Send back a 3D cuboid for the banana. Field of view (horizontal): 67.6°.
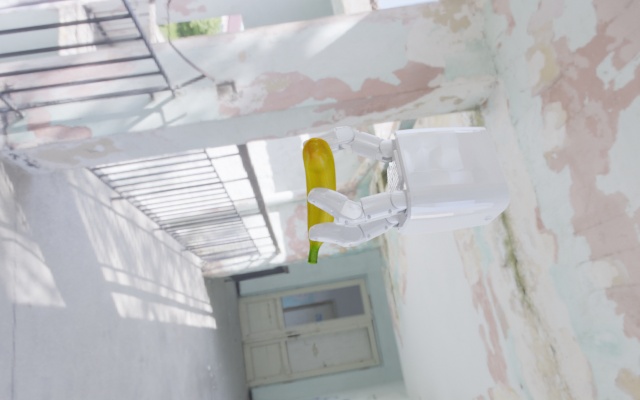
[{"bbox_3d":[0.000,-0.009,0.553,0.037,0.069,0.198,-1,-43,1],"label":"banana"}]
